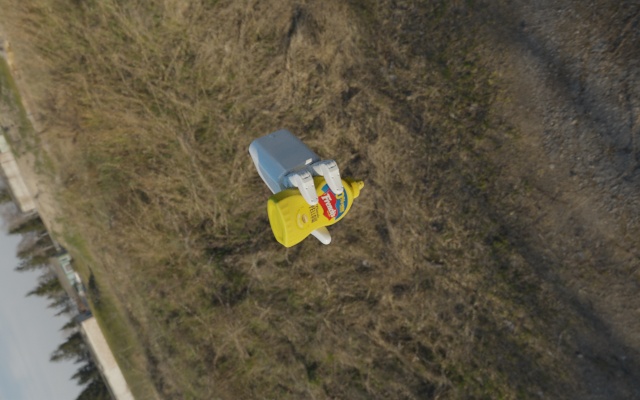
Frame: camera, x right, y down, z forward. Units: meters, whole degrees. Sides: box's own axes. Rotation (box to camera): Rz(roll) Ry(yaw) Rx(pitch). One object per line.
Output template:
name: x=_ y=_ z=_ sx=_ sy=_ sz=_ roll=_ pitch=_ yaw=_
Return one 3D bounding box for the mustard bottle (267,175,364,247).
mustard bottle: x=0.000 y=0.003 z=0.861 sx=0.191 sy=0.096 sz=0.058 roll=-26 pitch=30 yaw=-28
